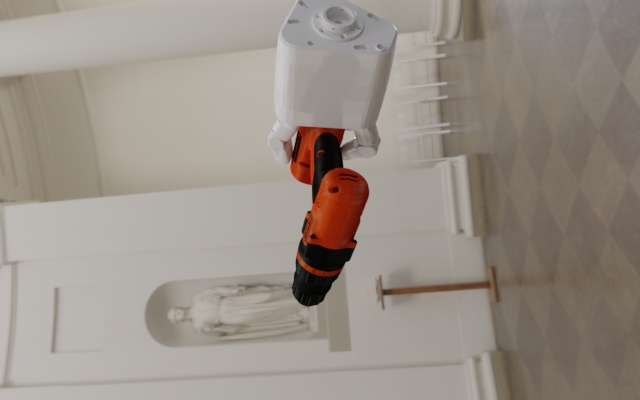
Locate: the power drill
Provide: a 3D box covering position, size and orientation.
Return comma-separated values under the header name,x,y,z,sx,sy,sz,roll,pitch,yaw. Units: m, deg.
name,x,y,z,sx,sy,sz,roll,pitch,yaw
power drill,0.000,0.001,0.541,0.057,0.185,0.187,7,41,-15
